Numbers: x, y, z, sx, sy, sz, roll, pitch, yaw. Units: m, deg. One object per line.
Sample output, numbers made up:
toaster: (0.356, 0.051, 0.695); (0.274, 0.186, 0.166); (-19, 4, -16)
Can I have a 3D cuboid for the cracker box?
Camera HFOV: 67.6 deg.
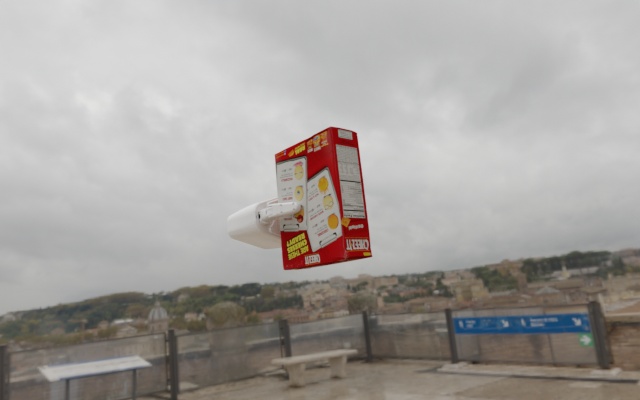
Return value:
cracker box: (0.000, 0.002, 0.814); (0.072, 0.213, 0.164); (3, -14, -40)
